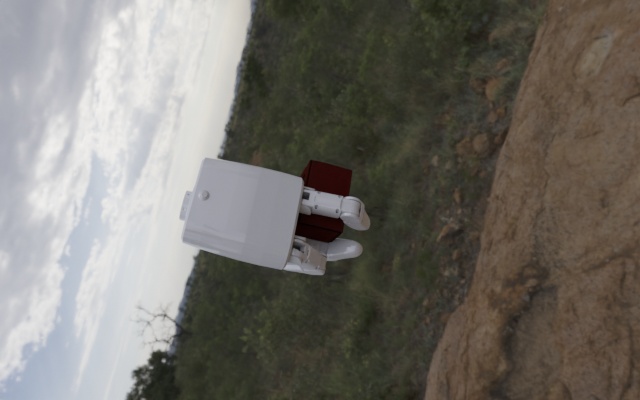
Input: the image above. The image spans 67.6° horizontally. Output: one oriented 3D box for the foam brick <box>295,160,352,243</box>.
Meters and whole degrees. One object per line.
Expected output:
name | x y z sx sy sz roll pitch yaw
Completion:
foam brick | 0.000 0.002 0.543 0.051 0.078 0.053 14 -21 -10
